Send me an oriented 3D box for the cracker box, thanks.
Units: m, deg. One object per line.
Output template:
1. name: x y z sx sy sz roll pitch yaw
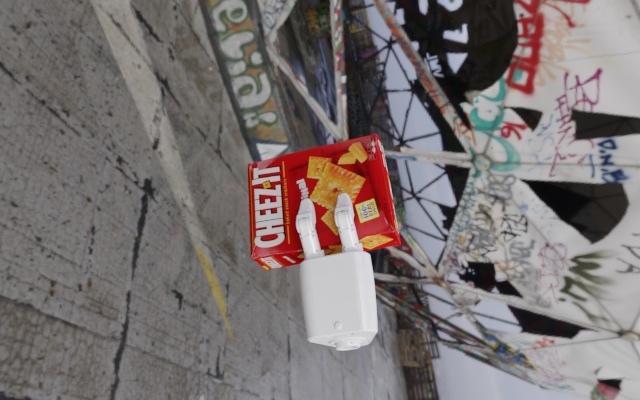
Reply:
1. cracker box: 0.000 0.002 0.723 0.214 0.164 0.072 -12 -26 12
